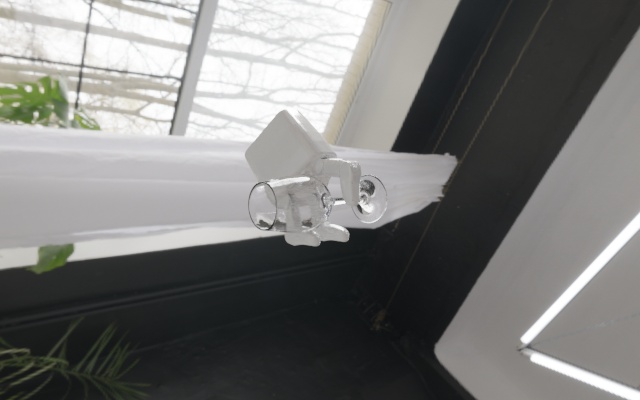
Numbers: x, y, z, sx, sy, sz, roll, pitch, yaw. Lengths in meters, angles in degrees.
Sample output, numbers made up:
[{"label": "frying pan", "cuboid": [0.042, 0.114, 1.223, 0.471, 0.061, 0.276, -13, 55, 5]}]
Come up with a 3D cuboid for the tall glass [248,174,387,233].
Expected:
[{"label": "tall glass", "cuboid": [0.001, 0.002, 0.661, 0.201, 0.079, 0.079, -4, 3, -43]}]
